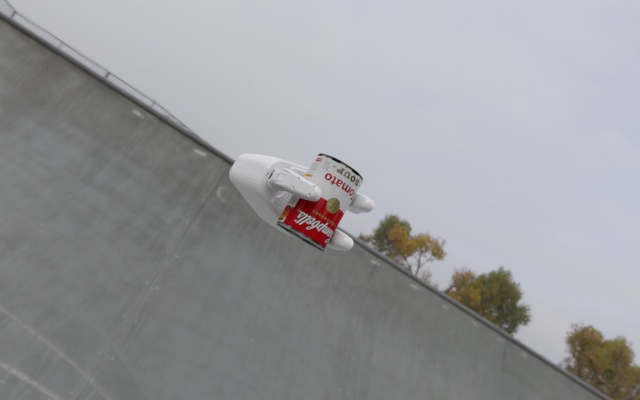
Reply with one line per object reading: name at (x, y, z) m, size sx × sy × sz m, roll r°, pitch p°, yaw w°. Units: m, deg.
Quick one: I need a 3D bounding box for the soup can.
soup can at (0.000, 0.002, 0.589) m, size 0.068 × 0.102 × 0.068 m, roll 30°, pitch -8°, yaw 5°
